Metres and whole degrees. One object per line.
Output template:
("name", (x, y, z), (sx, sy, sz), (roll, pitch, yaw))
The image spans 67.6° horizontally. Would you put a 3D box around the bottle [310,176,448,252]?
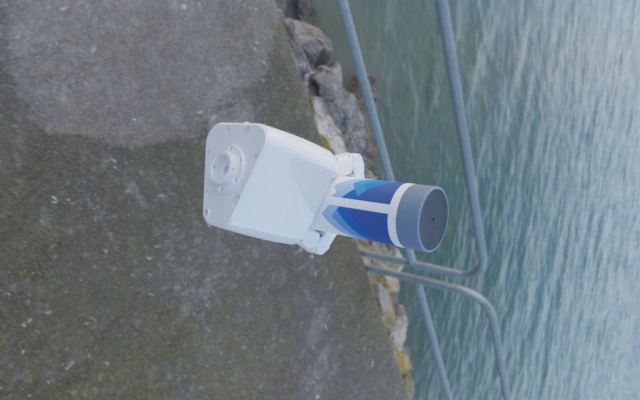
("bottle", (0.000, 0.002, 0.567), (0.295, 0.069, 0.069), (9, 5, 39))
